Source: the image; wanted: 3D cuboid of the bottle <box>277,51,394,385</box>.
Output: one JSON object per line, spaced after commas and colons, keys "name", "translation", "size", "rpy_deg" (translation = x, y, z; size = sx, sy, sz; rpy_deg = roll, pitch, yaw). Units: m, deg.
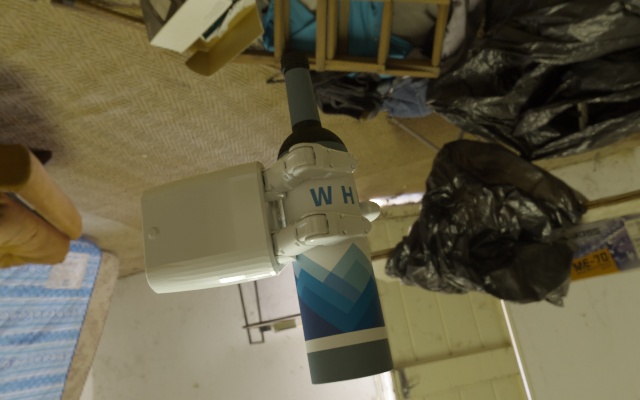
{"name": "bottle", "translation": [0.000, 0.002, 0.421], "size": [0.069, 0.295, 0.069], "rpy_deg": [-10, -17, -3]}
